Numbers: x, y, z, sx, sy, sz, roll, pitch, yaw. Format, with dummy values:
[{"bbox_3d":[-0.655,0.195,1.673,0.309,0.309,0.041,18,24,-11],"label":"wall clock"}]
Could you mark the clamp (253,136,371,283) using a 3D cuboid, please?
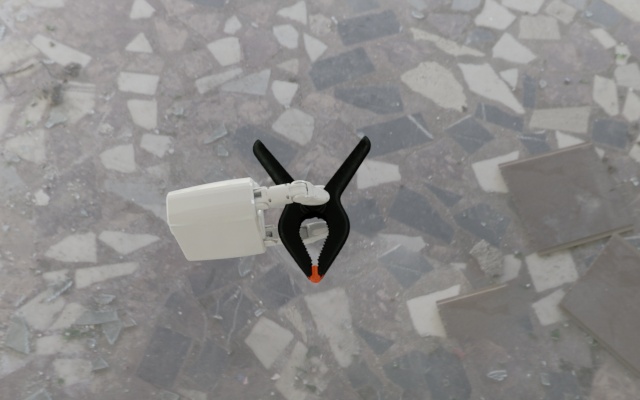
[{"bbox_3d":[0.000,0.002,0.639,0.164,0.210,0.036,-9,-20,-1],"label":"clamp"}]
